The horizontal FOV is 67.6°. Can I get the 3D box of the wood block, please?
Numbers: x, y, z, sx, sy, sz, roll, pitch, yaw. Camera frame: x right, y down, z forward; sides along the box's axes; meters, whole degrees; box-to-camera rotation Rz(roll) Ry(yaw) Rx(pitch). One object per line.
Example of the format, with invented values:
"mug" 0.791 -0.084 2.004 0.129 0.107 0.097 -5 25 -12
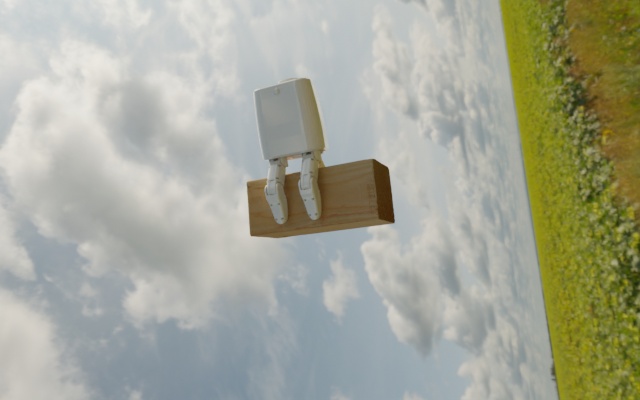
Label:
"wood block" 0.000 0.002 0.737 0.206 0.090 0.091 -9 -9 23
